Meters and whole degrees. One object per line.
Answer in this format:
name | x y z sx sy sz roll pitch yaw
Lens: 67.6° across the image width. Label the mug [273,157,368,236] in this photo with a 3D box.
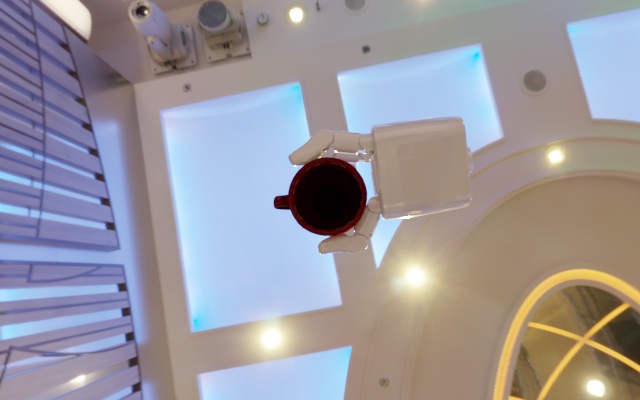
mug | -0.001 0.002 0.595 0.117 0.093 0.081 -6 -9 5
